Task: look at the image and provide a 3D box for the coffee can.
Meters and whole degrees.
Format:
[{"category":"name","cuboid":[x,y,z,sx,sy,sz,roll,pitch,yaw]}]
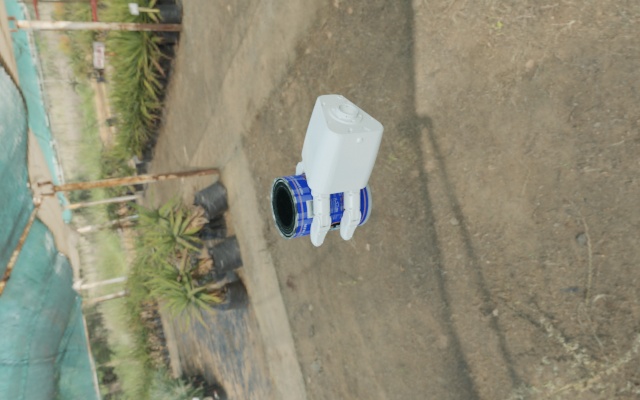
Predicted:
[{"category":"coffee can","cuboid":[0.000,0.003,0.801,0.140,0.103,0.103,-9,4,-27]}]
